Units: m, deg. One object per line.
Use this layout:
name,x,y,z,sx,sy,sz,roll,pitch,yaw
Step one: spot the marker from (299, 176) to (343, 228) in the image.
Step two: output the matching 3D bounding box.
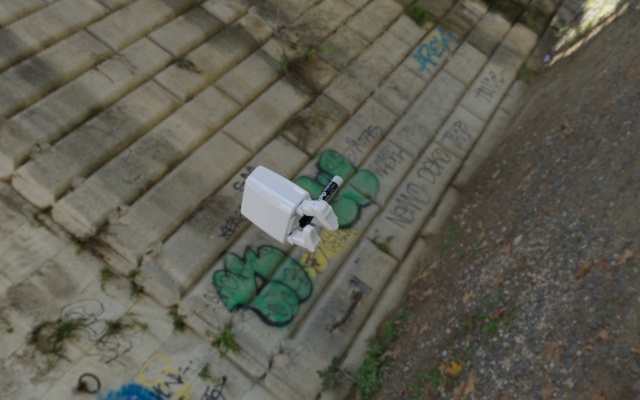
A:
marker,0.000,0.003,0.850,0.020,0.020,0.121,0,44,52
